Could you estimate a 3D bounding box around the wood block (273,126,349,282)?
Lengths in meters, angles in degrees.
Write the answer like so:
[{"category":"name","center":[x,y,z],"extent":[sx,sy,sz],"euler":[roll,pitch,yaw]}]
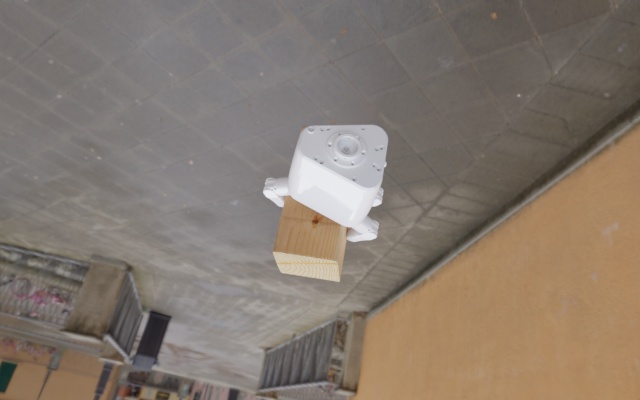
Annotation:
[{"category":"wood block","center":[0.000,0.002,0.707],"extent":[0.091,0.206,0.090],"euler":[8,-26,8]}]
